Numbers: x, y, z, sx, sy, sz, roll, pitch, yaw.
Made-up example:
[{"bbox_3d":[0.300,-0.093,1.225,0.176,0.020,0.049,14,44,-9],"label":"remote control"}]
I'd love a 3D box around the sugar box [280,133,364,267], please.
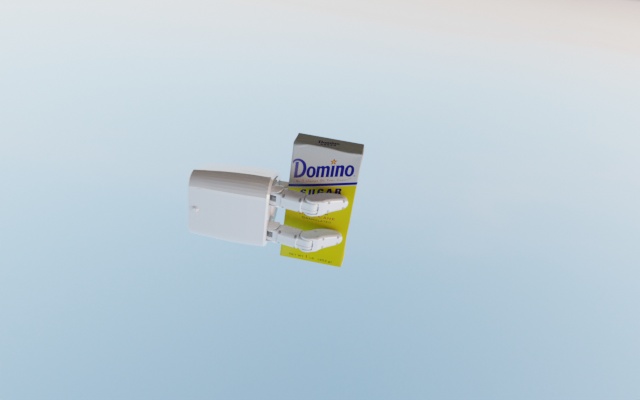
[{"bbox_3d":[0.000,0.002,0.658,0.093,0.176,0.048,10,29,3],"label":"sugar box"}]
